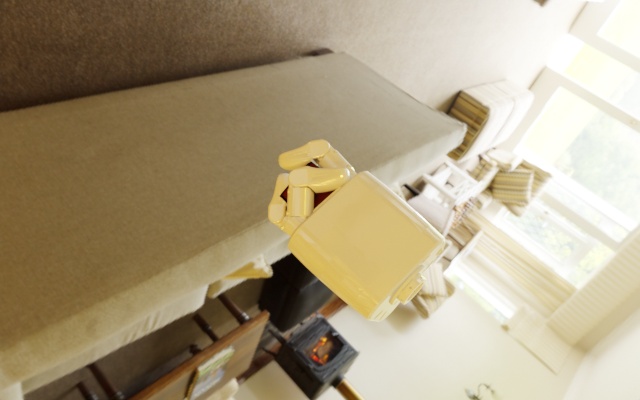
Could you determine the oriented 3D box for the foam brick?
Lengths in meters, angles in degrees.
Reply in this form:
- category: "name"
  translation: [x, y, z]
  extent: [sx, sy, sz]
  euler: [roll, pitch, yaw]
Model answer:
- category: "foam brick"
  translation: [0.000, 0.002, 0.529]
  extent: [0.051, 0.053, 0.078]
  euler: [41, 0, 22]
